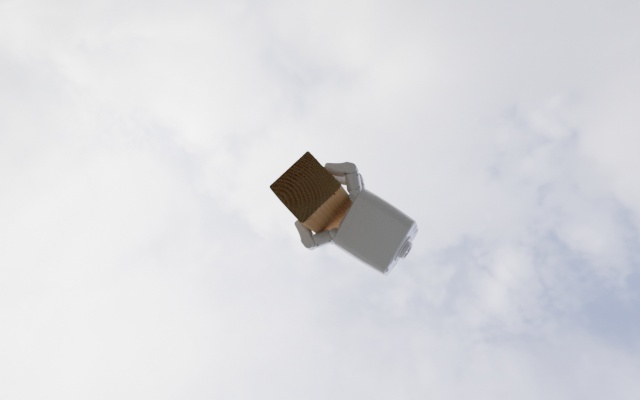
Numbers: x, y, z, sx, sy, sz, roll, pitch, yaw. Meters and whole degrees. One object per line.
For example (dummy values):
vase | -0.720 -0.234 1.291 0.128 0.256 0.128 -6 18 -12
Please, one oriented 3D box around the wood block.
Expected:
wood block | 0.000 0.003 0.860 0.090 0.091 0.206 47 0 21
